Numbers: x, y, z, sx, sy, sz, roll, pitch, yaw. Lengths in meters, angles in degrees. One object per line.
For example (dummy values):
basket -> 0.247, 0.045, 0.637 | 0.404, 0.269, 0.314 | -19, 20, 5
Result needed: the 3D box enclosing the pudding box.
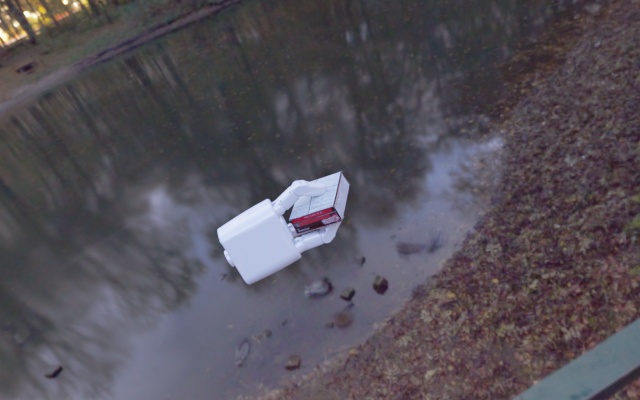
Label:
pudding box -> 0.000, 0.003, 0.849 | 0.090, 0.039, 0.113 | -17, 33, 23
